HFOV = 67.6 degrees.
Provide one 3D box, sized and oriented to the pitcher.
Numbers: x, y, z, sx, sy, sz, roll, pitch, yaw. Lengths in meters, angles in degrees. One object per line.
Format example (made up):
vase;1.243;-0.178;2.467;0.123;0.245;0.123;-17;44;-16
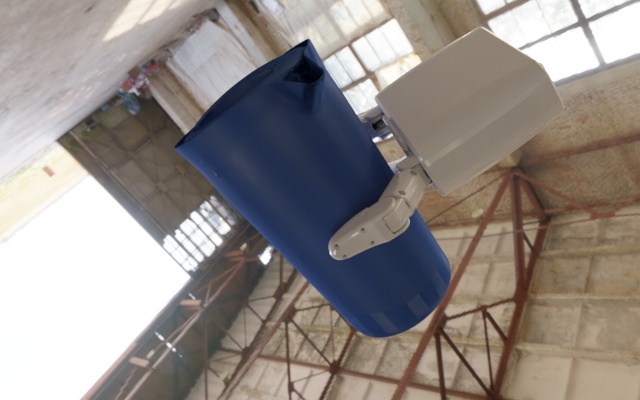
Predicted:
pitcher;0.000;0.001;0.415;0.145;0.243;0.149;-35;20;10
